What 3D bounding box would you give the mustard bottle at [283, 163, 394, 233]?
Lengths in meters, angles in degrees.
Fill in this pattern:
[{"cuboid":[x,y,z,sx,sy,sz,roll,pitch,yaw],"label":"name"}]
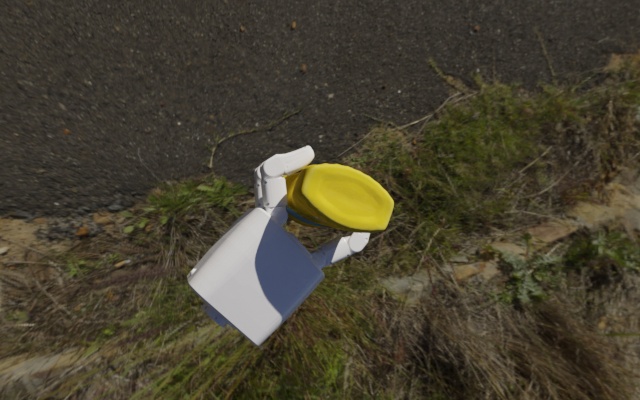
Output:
[{"cuboid":[0.000,0.001,0.538,0.096,0.058,0.191,21,-8,-15],"label":"mustard bottle"}]
